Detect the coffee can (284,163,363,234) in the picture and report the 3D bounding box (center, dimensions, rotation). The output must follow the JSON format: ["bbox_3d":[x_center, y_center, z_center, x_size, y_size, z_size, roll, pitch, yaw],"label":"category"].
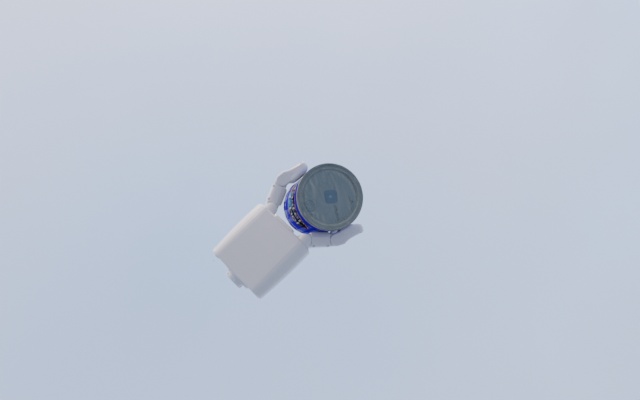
[{"bbox_3d":[0.000,0.002,0.782,0.103,0.103,0.140,0,-7,-13],"label":"coffee can"}]
